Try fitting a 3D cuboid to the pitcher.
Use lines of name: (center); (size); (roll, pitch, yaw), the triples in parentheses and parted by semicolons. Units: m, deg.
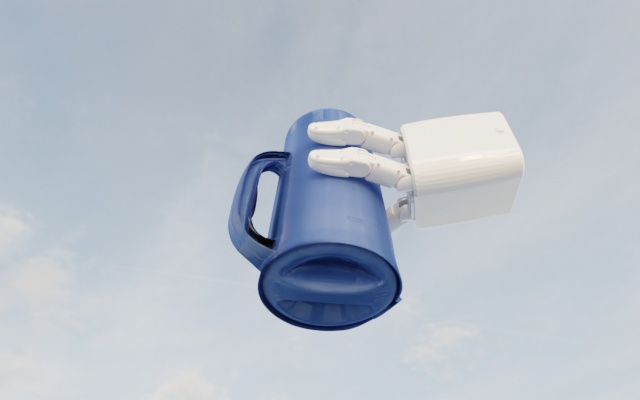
pitcher: (0.000, 0.002, 0.516); (0.145, 0.149, 0.242); (-10, 42, 9)
